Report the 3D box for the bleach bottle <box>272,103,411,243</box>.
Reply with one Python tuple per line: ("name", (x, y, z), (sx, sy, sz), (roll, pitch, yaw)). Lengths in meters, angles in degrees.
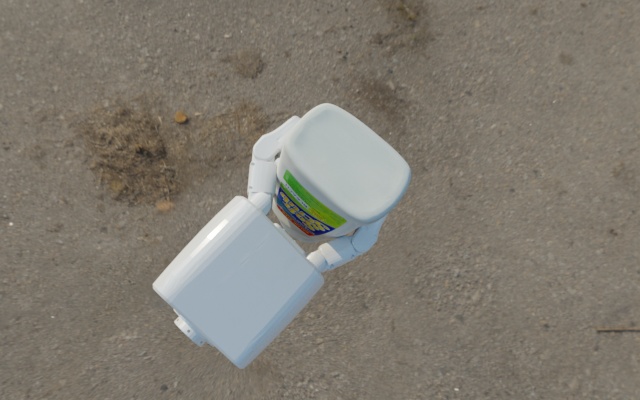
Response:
("bleach bottle", (0.000, 0.001, 0.477), (0.102, 0.068, 0.251), (41, -18, 4))
